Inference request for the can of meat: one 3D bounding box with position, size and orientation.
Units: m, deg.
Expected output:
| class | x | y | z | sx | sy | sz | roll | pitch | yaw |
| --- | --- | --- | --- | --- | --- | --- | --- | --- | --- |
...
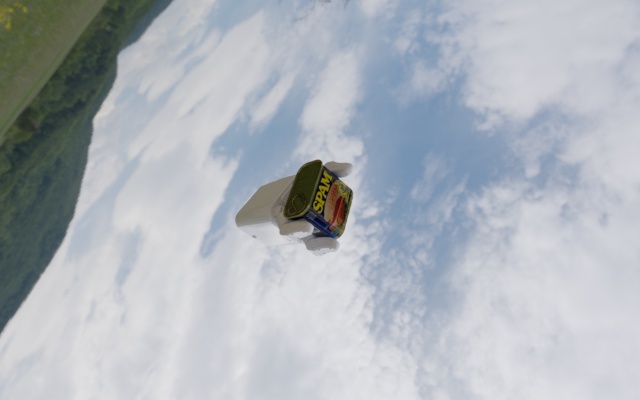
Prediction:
| class | x | y | z | sx | sy | sz | roll | pitch | yaw |
| --- | --- | --- | --- | --- | --- | --- | --- | --- | --- |
| can of meat | 0.000 | 0.002 | 0.740 | 0.057 | 0.102 | 0.084 | -14 | -42 | 44 |
